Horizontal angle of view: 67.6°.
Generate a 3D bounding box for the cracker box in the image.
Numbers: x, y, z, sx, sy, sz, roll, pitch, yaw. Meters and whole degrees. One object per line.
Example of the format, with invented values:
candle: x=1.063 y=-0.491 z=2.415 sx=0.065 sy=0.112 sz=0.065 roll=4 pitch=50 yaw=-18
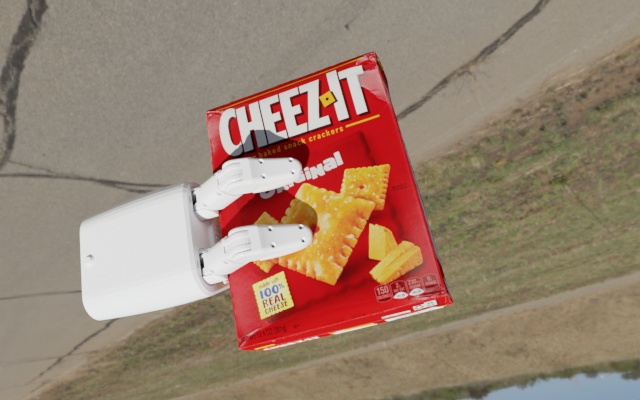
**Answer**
cracker box: x=0.000 y=0.002 z=0.403 sx=0.164 sy=0.213 sz=0.072 roll=-17 pitch=-20 yaw=11
